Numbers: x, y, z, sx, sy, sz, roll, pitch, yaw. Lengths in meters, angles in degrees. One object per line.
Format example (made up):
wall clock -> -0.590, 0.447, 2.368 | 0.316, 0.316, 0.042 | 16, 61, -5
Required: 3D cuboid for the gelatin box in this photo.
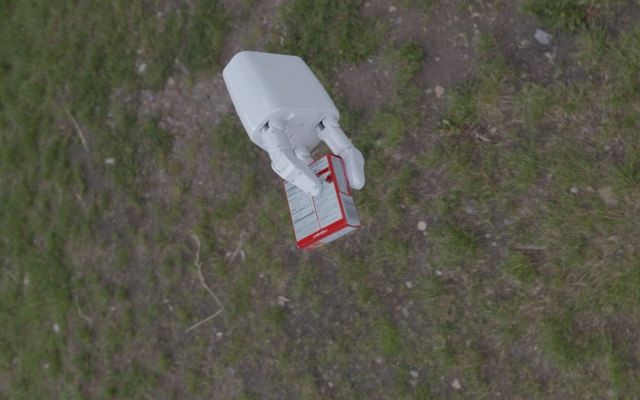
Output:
gelatin box -> 0.000, 0.002, 0.537 | 0.073, 0.089, 0.030 | -29, -27, 33
